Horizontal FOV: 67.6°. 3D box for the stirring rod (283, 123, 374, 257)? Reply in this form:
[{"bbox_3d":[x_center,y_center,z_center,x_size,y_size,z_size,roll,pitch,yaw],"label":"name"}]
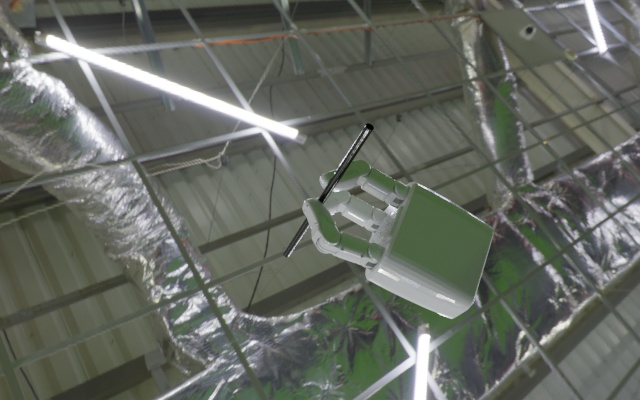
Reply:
[{"bbox_3d":[0.000,0.002,0.507,0.011,0.011,0.240,0,-33,-25],"label":"stirring rod"}]
